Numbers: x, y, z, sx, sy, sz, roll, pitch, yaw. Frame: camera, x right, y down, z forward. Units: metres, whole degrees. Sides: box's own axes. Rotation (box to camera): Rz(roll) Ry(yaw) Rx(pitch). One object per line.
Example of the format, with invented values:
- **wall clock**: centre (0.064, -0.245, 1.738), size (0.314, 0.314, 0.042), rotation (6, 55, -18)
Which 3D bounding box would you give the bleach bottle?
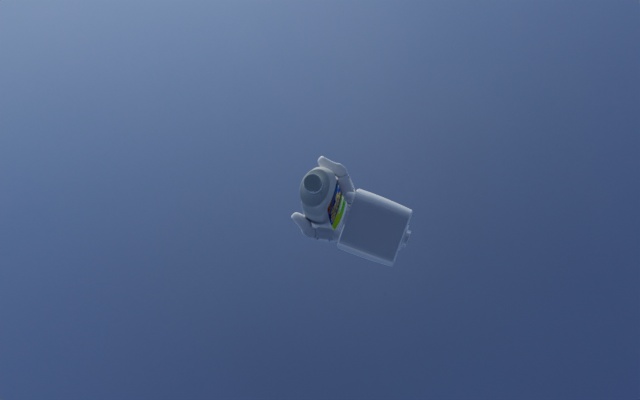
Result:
- **bleach bottle**: centre (0.000, 0.003, 0.885), size (0.068, 0.102, 0.251), rotation (20, -8, 11)
